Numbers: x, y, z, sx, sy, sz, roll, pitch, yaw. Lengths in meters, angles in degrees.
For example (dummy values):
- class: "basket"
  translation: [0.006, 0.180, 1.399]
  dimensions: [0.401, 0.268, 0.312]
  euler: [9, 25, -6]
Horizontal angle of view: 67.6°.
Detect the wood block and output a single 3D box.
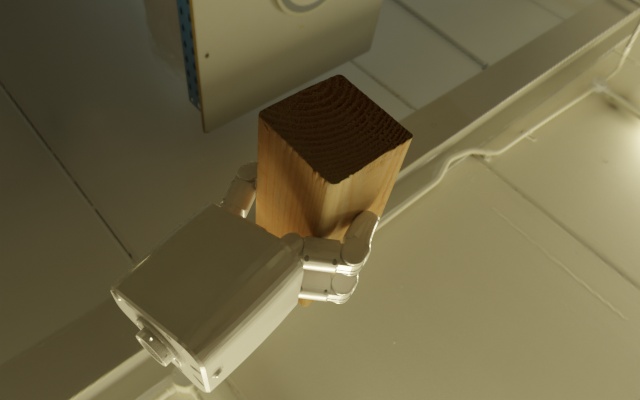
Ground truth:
- class: "wood block"
  translation: [0.000, 0.002, 0.448]
  dimensions: [0.090, 0.090, 0.206]
  euler: [-32, -25, -28]
